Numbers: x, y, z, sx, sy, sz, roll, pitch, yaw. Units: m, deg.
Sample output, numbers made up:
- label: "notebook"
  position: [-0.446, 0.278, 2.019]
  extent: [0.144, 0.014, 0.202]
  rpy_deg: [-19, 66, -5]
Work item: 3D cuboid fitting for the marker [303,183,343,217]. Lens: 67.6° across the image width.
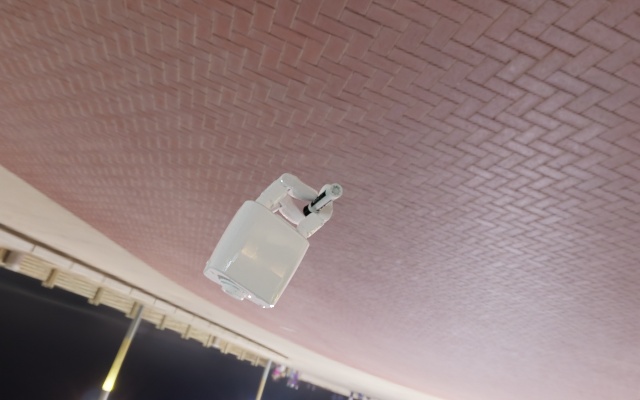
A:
- label: "marker"
  position: [0.000, 0.002, 0.674]
  extent: [0.020, 0.020, 0.121]
  rpy_deg: [0, -15, -20]
